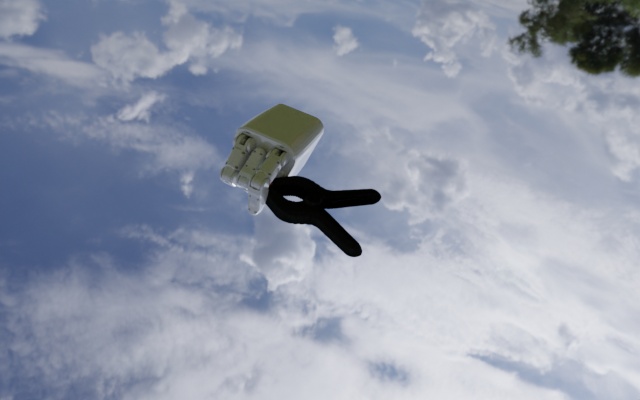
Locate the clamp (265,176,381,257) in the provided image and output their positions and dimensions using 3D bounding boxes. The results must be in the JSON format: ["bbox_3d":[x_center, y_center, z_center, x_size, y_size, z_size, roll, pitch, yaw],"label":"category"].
[{"bbox_3d":[0.000,0.003,0.662,0.171,0.039,0.120,26,42,12],"label":"clamp"}]
